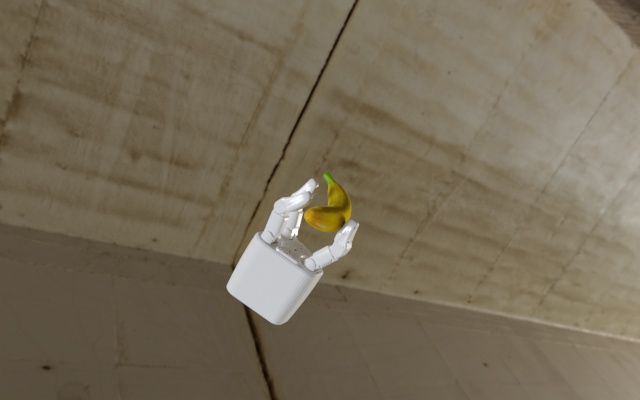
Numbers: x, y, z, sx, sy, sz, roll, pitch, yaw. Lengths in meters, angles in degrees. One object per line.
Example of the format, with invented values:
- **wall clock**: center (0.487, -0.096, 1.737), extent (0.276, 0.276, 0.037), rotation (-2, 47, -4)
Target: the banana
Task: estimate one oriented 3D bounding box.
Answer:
- **banana**: center (0.015, 0.012, 0.721), extent (0.069, 0.037, 0.197), rotation (37, 18, -5)
